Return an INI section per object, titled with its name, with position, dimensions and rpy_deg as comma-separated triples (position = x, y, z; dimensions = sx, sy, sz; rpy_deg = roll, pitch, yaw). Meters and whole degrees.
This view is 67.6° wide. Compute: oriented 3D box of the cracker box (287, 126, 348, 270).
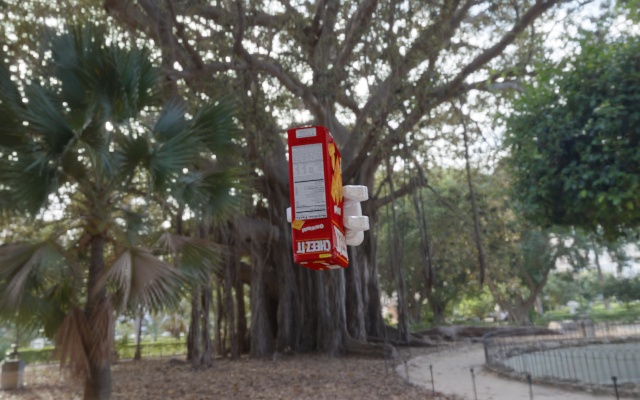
[cracker box]
position = 0.000, 0.002, 0.802
dimensions = 0.072, 0.213, 0.164
rpy_deg = -6, -13, 10
